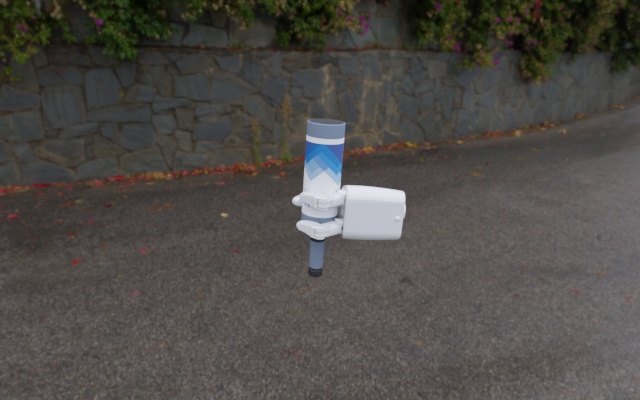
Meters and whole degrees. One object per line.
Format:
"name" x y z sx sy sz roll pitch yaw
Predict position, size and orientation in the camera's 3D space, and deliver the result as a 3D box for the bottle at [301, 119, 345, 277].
"bottle" 0.000 0.003 0.874 0.069 0.296 0.069 4 18 -1
